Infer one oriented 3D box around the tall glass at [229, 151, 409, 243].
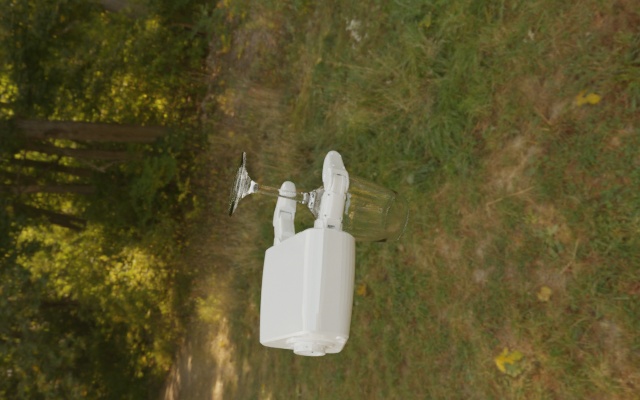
[{"bbox_3d":[-0.001,0.002,0.557,0.201,0.079,0.079,12,-3,-16],"label":"tall glass"}]
